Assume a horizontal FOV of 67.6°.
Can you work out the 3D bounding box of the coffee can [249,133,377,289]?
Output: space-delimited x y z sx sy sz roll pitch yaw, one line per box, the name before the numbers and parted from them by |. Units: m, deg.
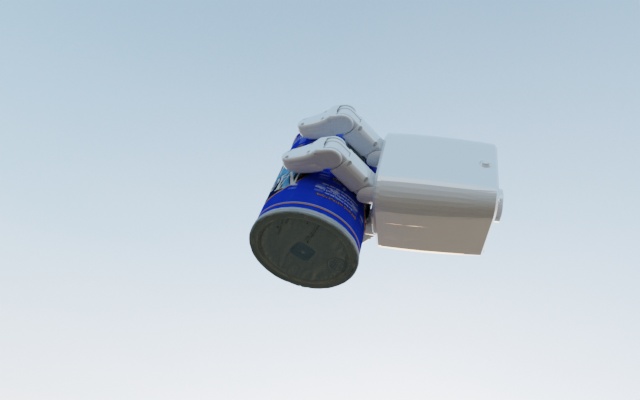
coffee can | 0.000 0.002 0.480 0.103 0.103 0.140 0 42 18
